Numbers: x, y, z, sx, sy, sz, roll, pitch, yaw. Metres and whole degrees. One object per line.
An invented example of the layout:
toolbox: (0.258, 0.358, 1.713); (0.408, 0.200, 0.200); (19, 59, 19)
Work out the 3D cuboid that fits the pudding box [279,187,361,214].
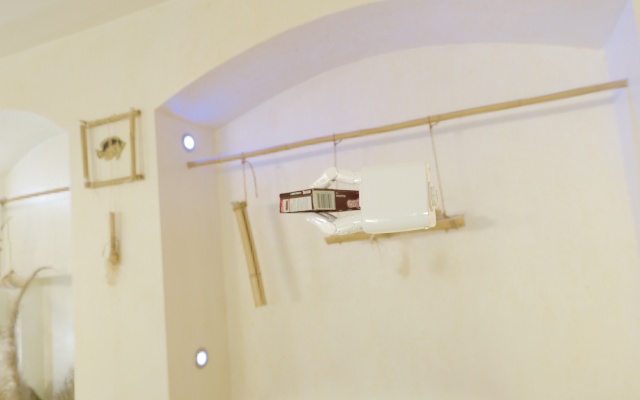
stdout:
pudding box: (0.000, 0.002, 0.812); (0.113, 0.039, 0.090); (4, -8, -42)
